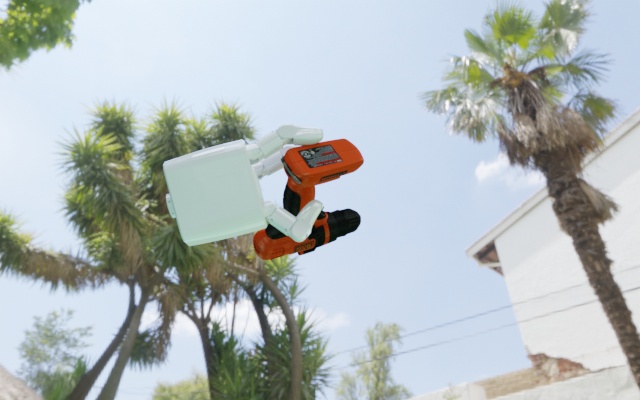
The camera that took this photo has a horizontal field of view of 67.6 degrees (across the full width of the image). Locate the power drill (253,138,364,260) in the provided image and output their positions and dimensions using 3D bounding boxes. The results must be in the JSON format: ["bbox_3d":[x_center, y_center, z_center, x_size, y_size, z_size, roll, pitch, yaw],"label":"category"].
[{"bbox_3d":[0.000,0.002,0.685,0.184,0.188,0.057,-16,52,-30],"label":"power drill"}]
